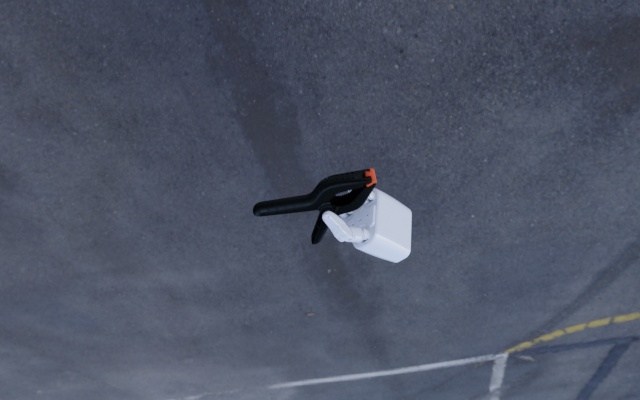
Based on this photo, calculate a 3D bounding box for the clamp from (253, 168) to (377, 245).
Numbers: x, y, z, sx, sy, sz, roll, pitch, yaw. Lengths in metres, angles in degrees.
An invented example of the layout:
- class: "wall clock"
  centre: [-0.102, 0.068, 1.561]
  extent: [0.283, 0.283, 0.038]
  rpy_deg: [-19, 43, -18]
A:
- class: "clamp"
  centre: [0.001, 0.003, 0.810]
  extent: [0.164, 0.036, 0.210]
  rpy_deg: [23, -45, -38]
